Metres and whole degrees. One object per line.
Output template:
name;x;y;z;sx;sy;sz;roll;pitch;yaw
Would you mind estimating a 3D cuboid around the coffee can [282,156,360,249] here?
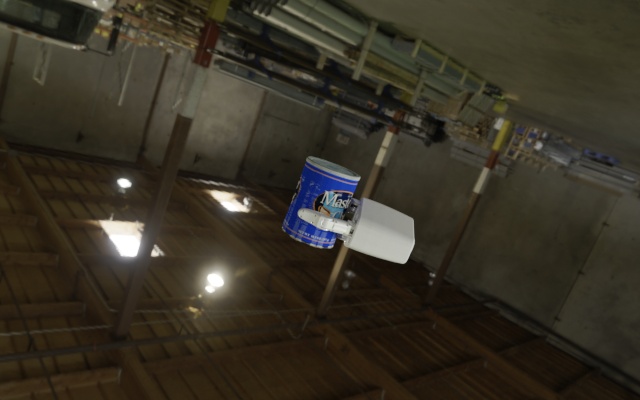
coffee can;0.000;0.003;0.873;0.103;0.140;0.102;20;11;-4
